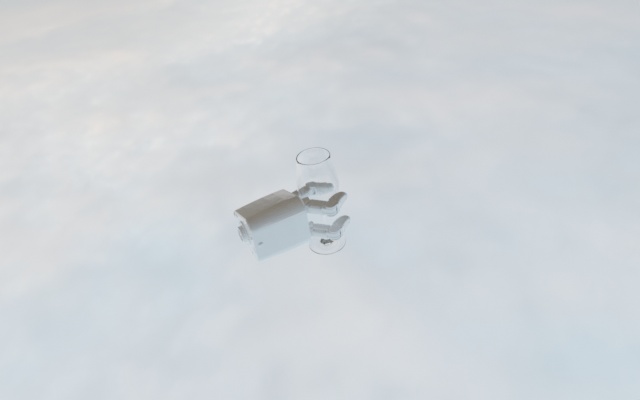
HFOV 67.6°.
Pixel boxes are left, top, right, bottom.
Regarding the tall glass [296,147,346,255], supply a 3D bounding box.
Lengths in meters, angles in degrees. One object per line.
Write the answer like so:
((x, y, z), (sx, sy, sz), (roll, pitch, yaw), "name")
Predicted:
((0.000, 0.003, 0.895), (0.079, 0.201, 0.079), (-6, 34, 4), "tall glass")
